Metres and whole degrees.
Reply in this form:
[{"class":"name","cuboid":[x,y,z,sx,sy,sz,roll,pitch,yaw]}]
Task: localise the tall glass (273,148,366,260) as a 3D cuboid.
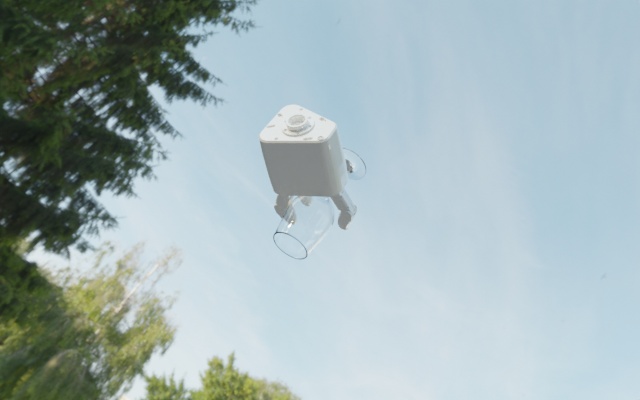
[{"class":"tall glass","cuboid":[0.001,0.002,0.789,0.079,0.079,0.201,0,43,40]}]
